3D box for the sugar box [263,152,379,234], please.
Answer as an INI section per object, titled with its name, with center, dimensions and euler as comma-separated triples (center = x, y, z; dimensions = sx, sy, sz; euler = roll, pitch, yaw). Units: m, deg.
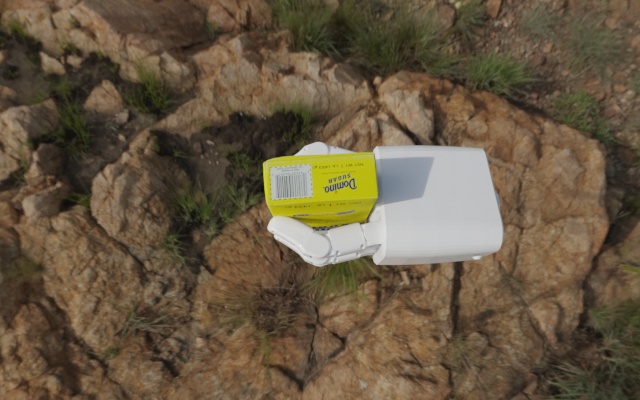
[sugar box]
center = 0.000, 0.002, 0.469
dimensions = 0.093, 0.048, 0.176
euler = -3, -15, 0
